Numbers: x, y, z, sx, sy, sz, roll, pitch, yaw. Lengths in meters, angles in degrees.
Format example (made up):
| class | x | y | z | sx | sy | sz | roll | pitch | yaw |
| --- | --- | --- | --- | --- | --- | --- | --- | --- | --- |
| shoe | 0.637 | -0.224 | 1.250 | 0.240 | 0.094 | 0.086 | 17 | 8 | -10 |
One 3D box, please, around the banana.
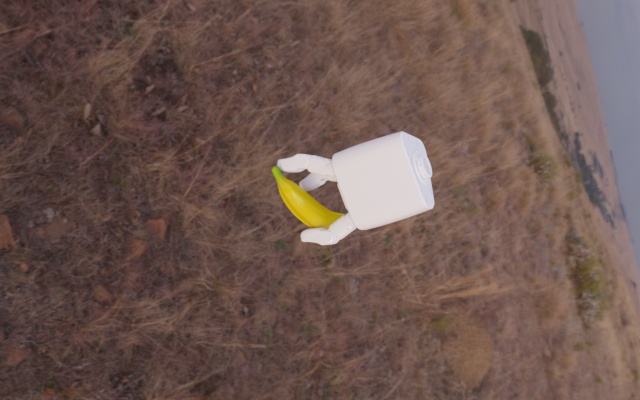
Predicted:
| class | x | y | z | sx | sy | sz | roll | pitch | yaw |
| --- | --- | --- | --- | --- | --- | --- | --- | --- | --- |
| banana | -0.001 | 0.017 | 0.741 | 0.037 | 0.069 | 0.198 | -23 | -39 | 28 |
